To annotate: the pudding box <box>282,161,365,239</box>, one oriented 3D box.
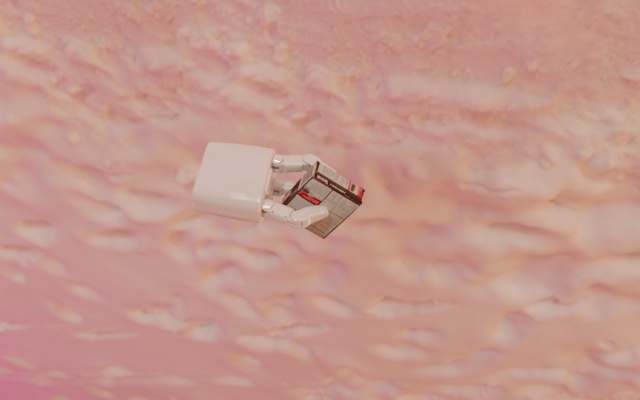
[{"bbox_3d":[0.000,0.003,0.741,0.090,0.039,0.113,30,-43,-16],"label":"pudding box"}]
